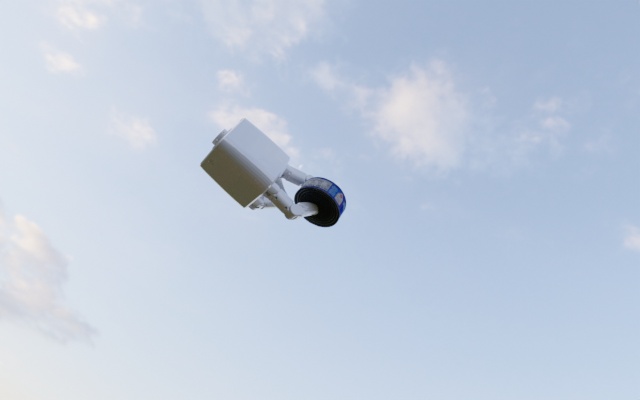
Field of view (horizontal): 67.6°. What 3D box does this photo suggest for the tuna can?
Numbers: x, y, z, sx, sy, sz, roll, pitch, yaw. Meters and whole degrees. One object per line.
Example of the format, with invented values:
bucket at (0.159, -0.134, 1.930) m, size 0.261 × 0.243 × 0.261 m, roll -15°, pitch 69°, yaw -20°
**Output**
tuna can at (0.000, 0.002, 0.814) m, size 0.086 × 0.086 × 0.033 m, roll 0°, pitch 37°, yaw 33°
